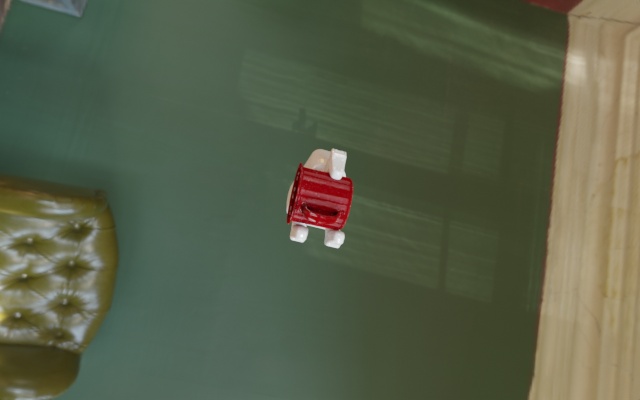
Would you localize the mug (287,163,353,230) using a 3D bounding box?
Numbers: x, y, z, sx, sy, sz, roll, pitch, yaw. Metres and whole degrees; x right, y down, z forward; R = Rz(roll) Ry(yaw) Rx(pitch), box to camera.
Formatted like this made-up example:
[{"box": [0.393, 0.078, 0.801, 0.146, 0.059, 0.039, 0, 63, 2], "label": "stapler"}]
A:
[{"box": [0.000, 0.003, 0.700, 0.081, 0.093, 0.117, 12, 21, -8], "label": "mug"}]
